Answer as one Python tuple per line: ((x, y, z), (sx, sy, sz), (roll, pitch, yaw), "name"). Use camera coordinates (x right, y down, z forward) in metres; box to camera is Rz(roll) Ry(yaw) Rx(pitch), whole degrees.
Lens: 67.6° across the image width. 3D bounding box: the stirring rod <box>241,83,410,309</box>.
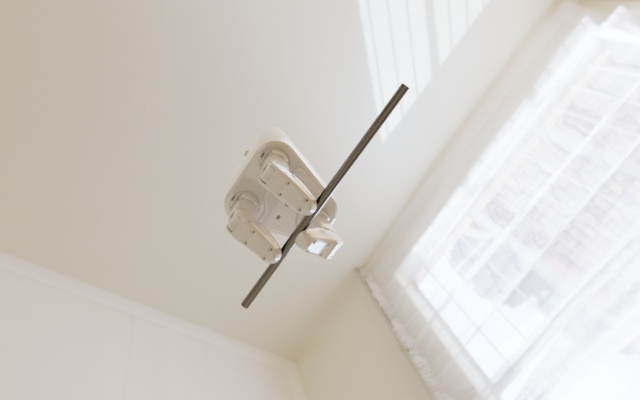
((0.000, 0.001, 0.414), (0.011, 0.239, 0.011), (35, 12, -8), "stirring rod")
